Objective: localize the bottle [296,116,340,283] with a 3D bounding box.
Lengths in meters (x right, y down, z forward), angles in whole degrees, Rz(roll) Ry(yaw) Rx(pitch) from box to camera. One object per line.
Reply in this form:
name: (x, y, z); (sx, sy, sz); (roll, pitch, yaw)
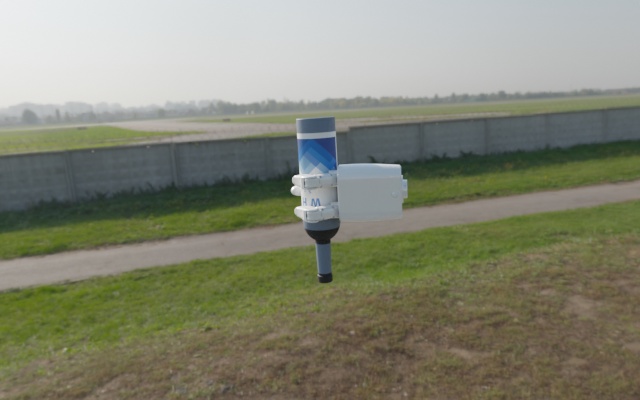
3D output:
bottle: (0.000, 0.003, 0.844); (0.069, 0.296, 0.069); (-3, 11, 1)
